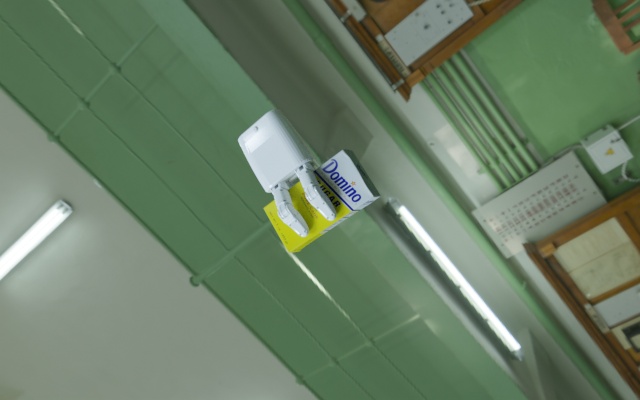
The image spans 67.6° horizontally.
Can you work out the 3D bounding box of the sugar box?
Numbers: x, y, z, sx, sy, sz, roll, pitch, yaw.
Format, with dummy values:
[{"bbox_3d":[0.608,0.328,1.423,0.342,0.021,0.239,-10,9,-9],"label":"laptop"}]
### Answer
[{"bbox_3d":[0.000,0.003,0.785,0.176,0.093,0.048,-36,-13,22],"label":"sugar box"}]
